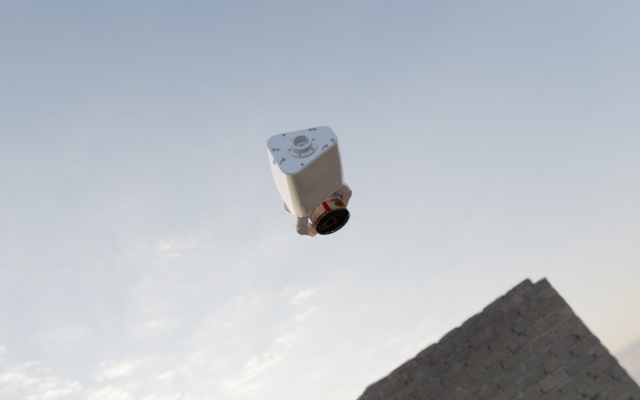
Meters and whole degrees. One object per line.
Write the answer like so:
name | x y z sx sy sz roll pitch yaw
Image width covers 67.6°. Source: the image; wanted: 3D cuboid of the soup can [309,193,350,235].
soup can | 0.000 0.003 0.862 0.068 0.102 0.069 -21 -36 -16
